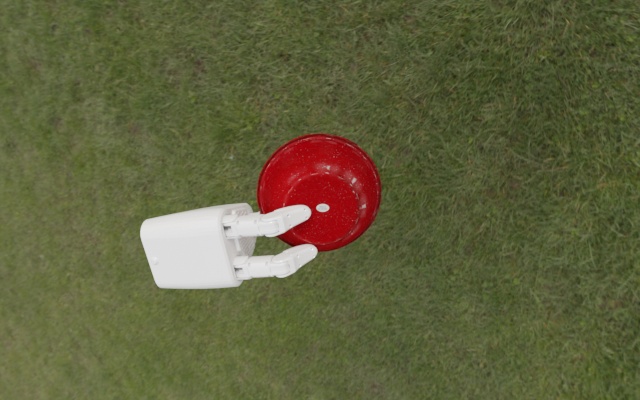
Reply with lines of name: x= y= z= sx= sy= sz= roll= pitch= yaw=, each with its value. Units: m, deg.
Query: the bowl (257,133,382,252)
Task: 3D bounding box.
bowl: x=0.001 y=0.002 z=0.590 sx=0.162 sy=0.162 sz=0.055 roll=0 pitch=20 yaw=-3
